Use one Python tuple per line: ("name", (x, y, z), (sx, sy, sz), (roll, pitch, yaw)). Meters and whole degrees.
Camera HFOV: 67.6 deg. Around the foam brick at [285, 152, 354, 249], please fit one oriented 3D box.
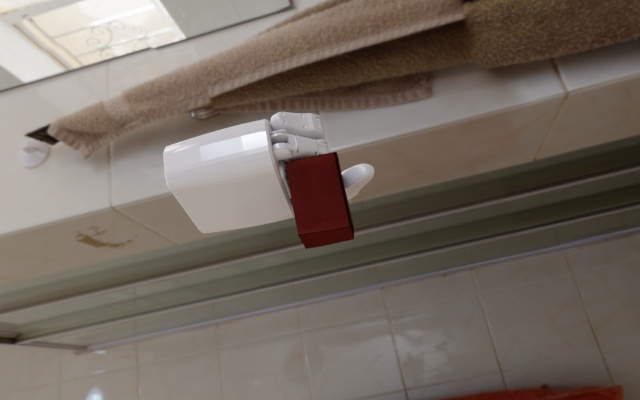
("foam brick", (0.000, 0.002, 0.466), (0.051, 0.078, 0.053), (-12, -20, 1))
